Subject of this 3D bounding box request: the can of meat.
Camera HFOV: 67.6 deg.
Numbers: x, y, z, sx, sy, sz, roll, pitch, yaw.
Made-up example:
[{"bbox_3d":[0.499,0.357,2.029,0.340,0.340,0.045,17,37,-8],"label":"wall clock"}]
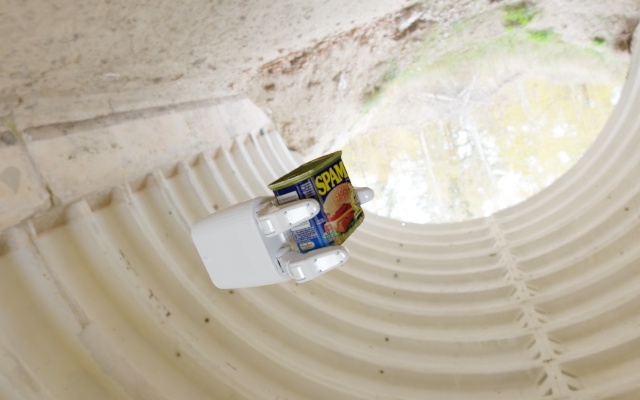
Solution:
[{"bbox_3d":[0.000,0.002,0.518,0.057,0.084,0.102,-16,12,32],"label":"can of meat"}]
